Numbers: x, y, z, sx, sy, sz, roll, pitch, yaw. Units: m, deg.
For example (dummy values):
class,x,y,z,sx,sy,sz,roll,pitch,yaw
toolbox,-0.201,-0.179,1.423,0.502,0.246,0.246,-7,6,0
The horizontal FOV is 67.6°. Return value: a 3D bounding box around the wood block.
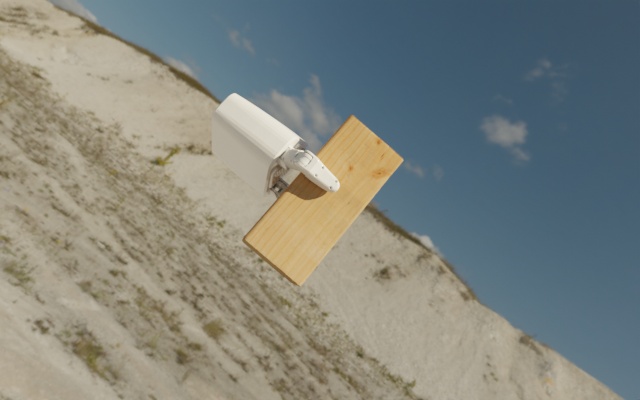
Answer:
class,x,y,z,sx,sy,sz,roll,pitch,yaw
wood block,0.000,0.002,0.622,0.090,0.206,0.091,41,-11,-3
